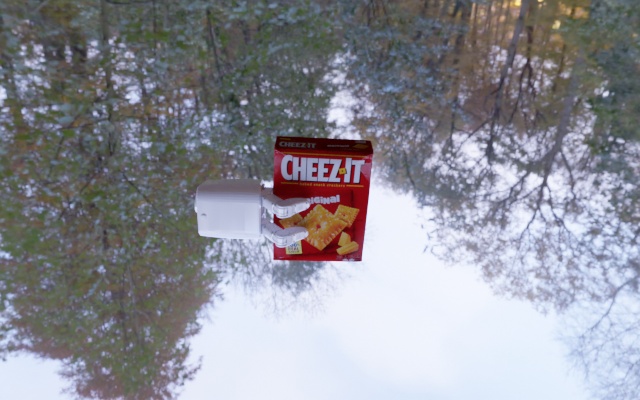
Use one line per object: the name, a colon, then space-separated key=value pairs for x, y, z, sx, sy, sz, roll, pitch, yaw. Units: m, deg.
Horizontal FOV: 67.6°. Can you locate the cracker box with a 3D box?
cracker box: x=0.000 y=0.003 z=0.832 sx=0.164 sy=0.214 sz=0.072 roll=2 pitch=26 yaw=-2
